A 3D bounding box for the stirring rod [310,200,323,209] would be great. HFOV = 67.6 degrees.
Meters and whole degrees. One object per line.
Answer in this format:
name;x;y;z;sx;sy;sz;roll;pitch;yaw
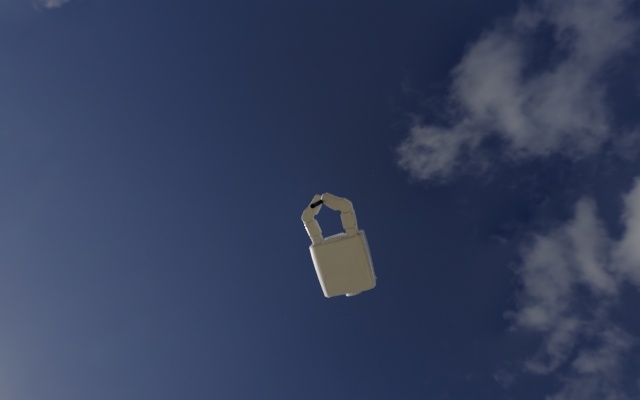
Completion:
stirring rod;0.000;0.003;0.894;0.011;0.011;0.239;0;3;6
